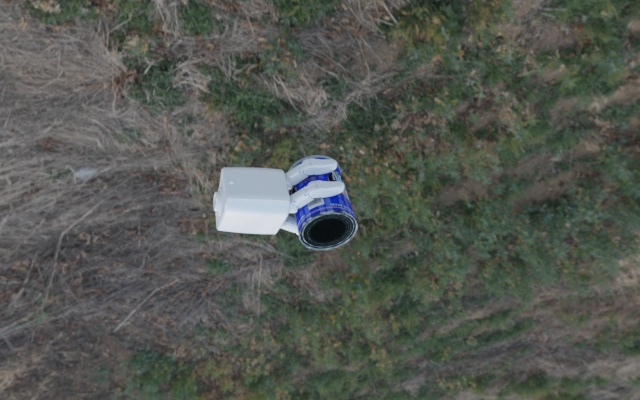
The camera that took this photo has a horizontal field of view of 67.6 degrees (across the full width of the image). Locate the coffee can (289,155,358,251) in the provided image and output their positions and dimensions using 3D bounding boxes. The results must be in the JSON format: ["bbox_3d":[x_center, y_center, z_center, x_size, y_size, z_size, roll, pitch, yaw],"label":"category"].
[{"bbox_3d":[0.000,0.003,0.852,0.103,0.140,0.103,-8,-42,-8],"label":"coffee can"}]
